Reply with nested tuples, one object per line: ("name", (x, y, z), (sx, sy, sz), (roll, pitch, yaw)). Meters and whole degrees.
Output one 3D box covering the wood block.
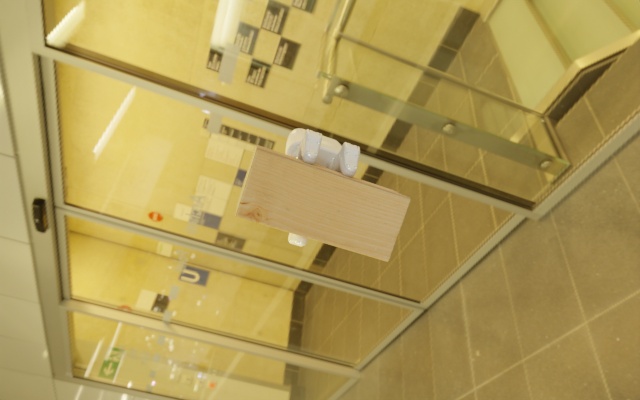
("wood block", (0.000, 0.002, 0.637), (0.206, 0.091, 0.090), (17, 6, -11))
